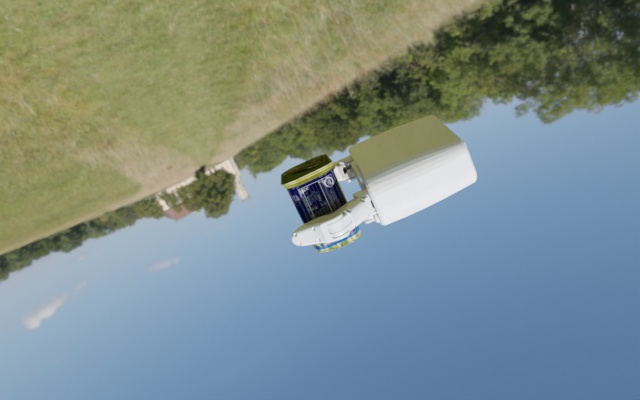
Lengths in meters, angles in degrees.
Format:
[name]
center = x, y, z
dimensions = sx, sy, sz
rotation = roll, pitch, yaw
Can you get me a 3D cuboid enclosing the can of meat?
[can of meat]
center = 0.000, 0.002, 0.522
dimensions = 0.057, 0.084, 0.102
rotation = -25, 12, 0
